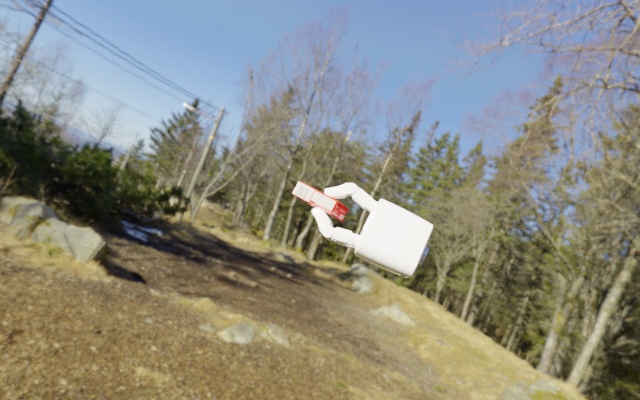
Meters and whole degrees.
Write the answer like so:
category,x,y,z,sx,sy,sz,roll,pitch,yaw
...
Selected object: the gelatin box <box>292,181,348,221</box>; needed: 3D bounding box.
category,x,y,z,sx,sy,sz,roll,pitch,yaw
gelatin box,0.000,0.002,0.880,0.089,0.030,0.073,28,-3,21
